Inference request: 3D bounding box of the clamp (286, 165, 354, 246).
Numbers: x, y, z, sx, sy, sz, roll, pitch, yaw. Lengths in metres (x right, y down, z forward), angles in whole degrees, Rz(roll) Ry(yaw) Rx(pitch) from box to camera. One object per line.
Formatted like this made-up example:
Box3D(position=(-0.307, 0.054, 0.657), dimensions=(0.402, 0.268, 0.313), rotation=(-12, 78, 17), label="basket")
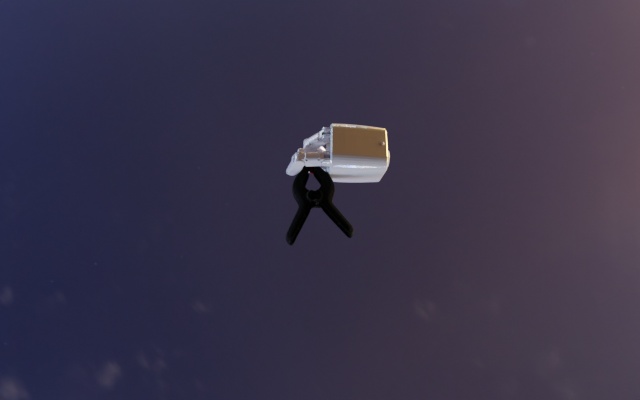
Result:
Box3D(position=(0.000, 0.003, 0.879), dimensions=(0.120, 0.171, 0.039), rotation=(3, -25, -4), label="clamp")
